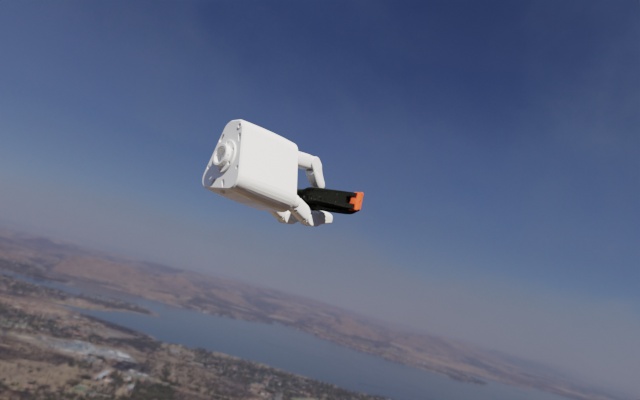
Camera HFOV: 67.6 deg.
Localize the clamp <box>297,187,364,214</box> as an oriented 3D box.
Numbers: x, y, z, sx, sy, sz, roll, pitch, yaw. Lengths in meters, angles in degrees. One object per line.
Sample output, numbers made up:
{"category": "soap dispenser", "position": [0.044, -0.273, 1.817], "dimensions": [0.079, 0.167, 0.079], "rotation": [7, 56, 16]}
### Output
{"category": "clamp", "position": [0.001, 0.002, 0.794], "dimensions": [0.210, 0.036, 0.164], "rotation": [3, -11, 45]}
